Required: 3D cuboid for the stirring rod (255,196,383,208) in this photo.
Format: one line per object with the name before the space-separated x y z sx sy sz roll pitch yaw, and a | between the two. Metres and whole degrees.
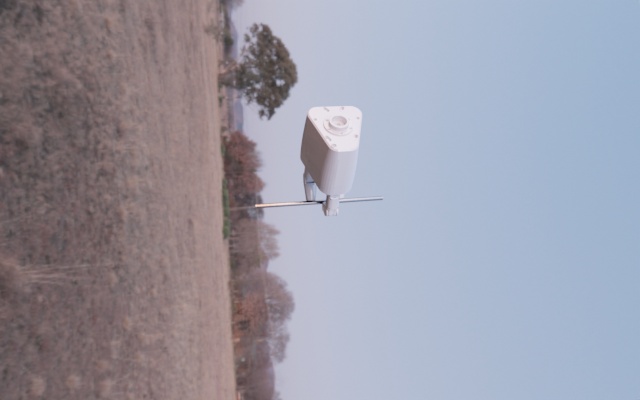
stirring rod | 0.000 0.003 0.888 0.239 0.011 0.011 -4 1 -11
